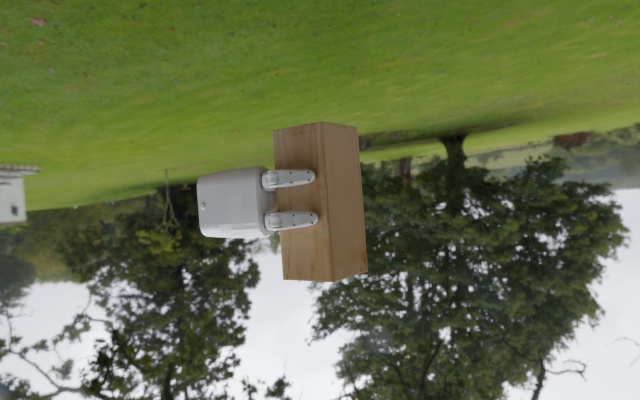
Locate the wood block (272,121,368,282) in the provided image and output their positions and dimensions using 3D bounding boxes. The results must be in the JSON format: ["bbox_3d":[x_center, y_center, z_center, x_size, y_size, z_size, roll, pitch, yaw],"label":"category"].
[{"bbox_3d":[0.000,0.002,0.667,0.090,0.206,0.091,-4,0,35],"label":"wood block"}]
